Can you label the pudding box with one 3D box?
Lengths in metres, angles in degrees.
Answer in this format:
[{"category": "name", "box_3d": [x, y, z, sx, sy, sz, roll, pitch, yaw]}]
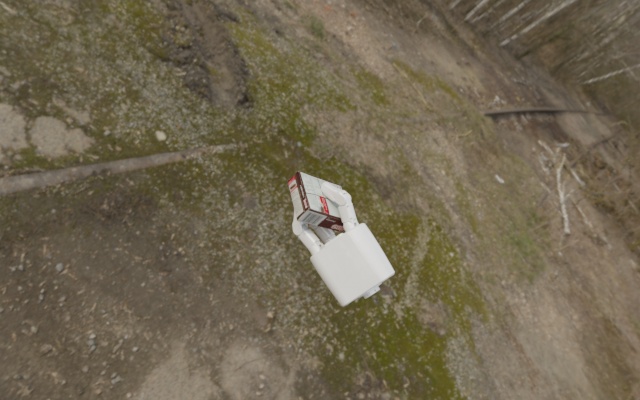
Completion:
[{"category": "pudding box", "box_3d": [0.000, 0.003, 0.875, 0.113, 0.090, 0.039, 19, -48, -40]}]
